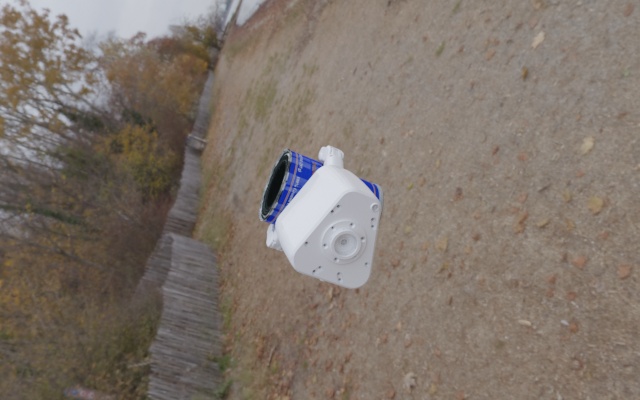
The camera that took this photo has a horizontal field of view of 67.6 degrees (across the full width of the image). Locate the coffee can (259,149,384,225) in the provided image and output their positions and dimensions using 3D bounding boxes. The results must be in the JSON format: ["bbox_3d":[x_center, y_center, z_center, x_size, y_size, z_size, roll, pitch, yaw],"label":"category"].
[{"bbox_3d":[0.000,0.002,0.654,0.140,0.103,0.103,21,-6,-17],"label":"coffee can"}]
